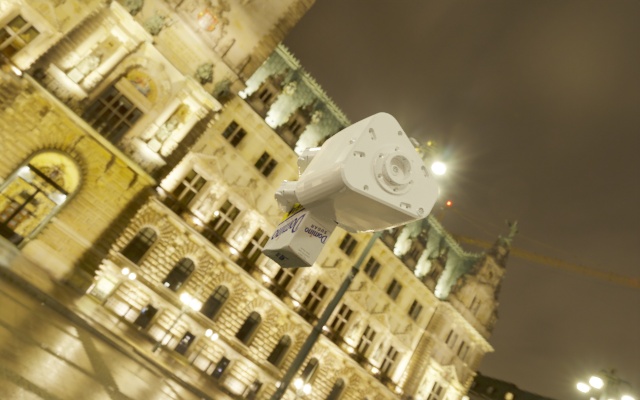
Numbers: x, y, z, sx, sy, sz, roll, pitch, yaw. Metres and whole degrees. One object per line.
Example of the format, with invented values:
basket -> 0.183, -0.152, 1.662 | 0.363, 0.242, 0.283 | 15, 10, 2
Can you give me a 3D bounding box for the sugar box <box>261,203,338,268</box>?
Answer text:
sugar box -> 0.000, 0.002, 0.605 | 0.048, 0.176, 0.093 | 41, -24, -15
